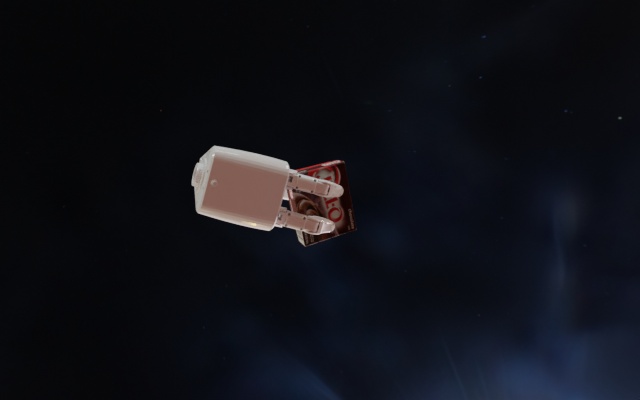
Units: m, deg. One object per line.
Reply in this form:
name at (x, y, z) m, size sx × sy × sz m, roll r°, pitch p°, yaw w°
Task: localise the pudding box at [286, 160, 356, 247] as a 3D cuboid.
pudding box at (0.000, 0.002, 0.727) m, size 0.090 × 0.113 × 0.039 m, roll -16°, pitch 17°, yaw -19°
